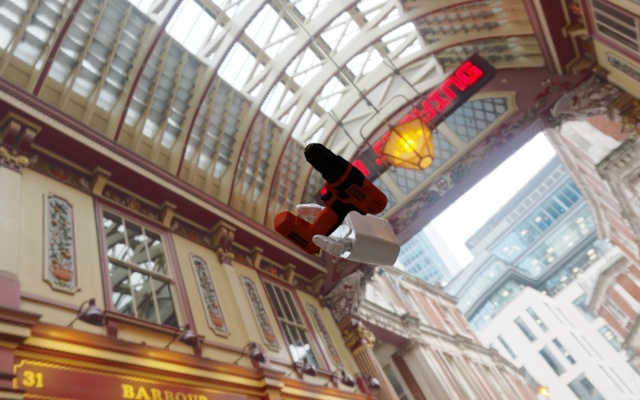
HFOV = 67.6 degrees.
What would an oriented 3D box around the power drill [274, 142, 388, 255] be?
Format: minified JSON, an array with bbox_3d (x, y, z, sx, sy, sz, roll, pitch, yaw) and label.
[{"bbox_3d":[0.000,0.003,0.871,0.184,0.188,0.057,38,28,-19],"label":"power drill"}]
